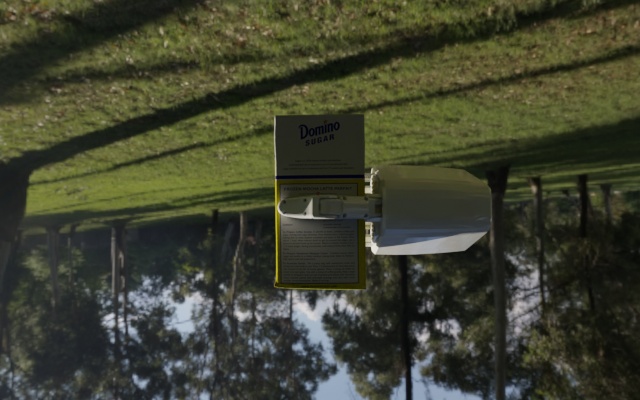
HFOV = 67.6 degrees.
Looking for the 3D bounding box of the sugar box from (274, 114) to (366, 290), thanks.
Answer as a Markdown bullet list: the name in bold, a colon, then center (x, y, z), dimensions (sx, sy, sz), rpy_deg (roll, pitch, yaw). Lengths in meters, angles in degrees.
- **sugar box**: center (0.000, 0.002, 0.494), dimensions (0.093, 0.176, 0.048), rpy_deg (0, -4, 2)
